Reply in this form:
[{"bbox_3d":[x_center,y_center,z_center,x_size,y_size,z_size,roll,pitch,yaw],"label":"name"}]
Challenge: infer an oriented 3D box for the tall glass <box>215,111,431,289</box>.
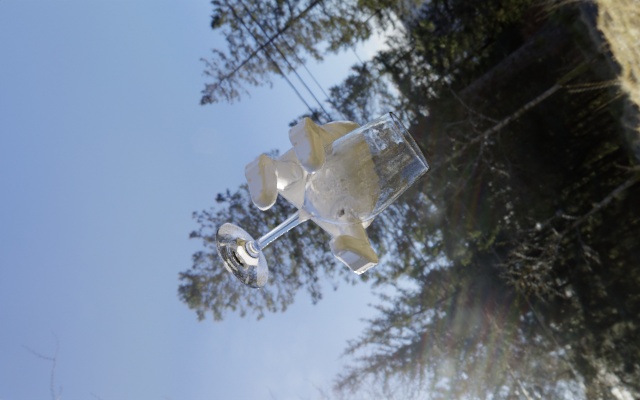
[{"bbox_3d":[0.000,0.002,0.443,0.201,0.079,0.079,-34,-13,19],"label":"tall glass"}]
